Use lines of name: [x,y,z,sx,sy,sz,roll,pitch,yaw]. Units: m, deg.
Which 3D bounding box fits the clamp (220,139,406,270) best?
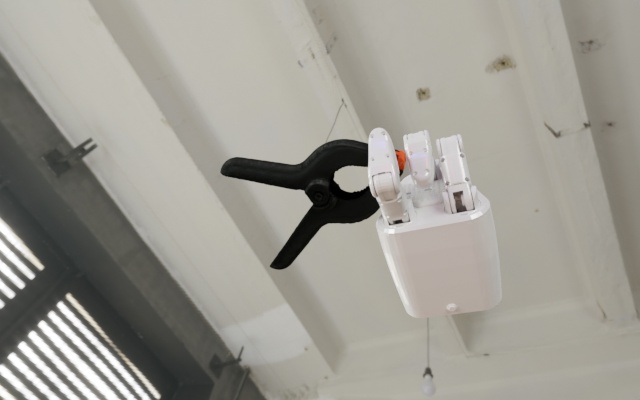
clamp: [0.000,0.001,0.447,0.171,0.120,0.039,-11,24,19]
